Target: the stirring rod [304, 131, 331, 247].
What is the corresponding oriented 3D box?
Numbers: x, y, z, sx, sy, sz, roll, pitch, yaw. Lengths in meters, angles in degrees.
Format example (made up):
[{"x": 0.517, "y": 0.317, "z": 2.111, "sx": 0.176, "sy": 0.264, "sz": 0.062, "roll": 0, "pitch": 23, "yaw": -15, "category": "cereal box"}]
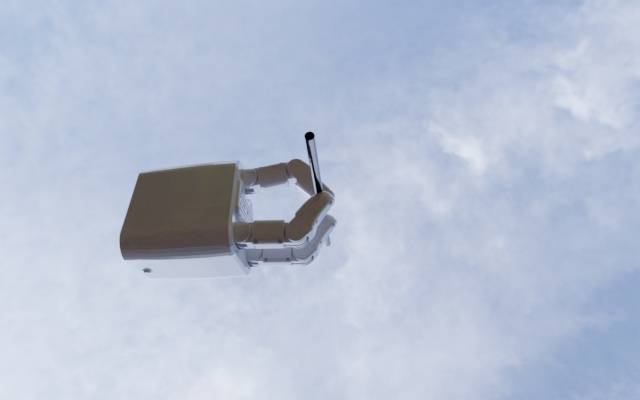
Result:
[{"x": 0.000, "y": 0.001, "z": 0.472, "sx": 0.011, "sy": 0.011, "sz": 0.240, "roll": 0, "pitch": -25, "yaw": 4, "category": "stirring rod"}]
